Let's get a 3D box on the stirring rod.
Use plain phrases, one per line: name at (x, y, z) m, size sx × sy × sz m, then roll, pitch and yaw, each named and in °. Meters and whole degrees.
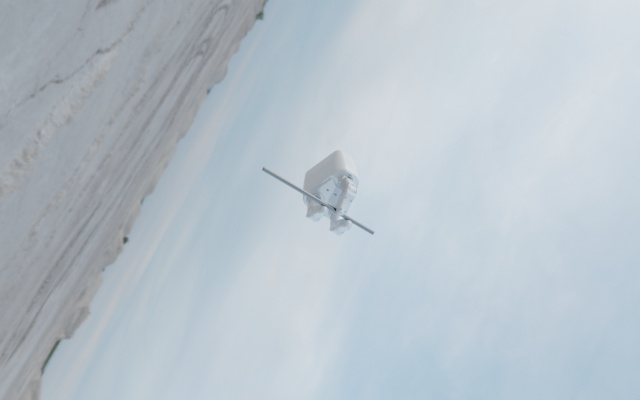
stirring rod at (0.000, 0.003, 0.860) m, size 0.239 × 0.011 × 0.011 m, roll 30°, pitch -10°, yaw -17°
